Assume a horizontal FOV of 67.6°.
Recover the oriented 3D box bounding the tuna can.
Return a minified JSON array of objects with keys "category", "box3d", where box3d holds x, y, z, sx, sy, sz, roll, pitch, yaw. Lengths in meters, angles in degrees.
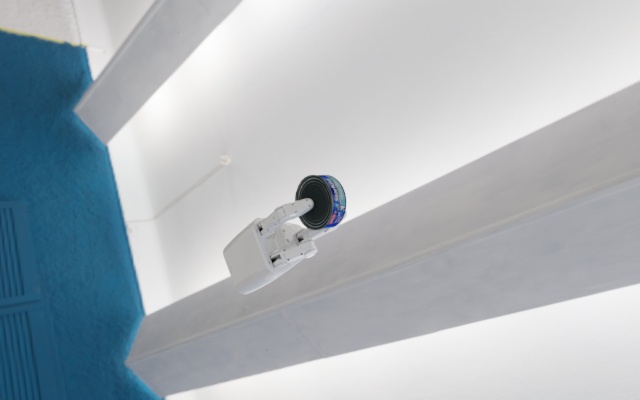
[{"category":"tuna can","box3d":[0.001,0.002,0.742,0.034,0.086,0.086,-5,3,-43]}]
